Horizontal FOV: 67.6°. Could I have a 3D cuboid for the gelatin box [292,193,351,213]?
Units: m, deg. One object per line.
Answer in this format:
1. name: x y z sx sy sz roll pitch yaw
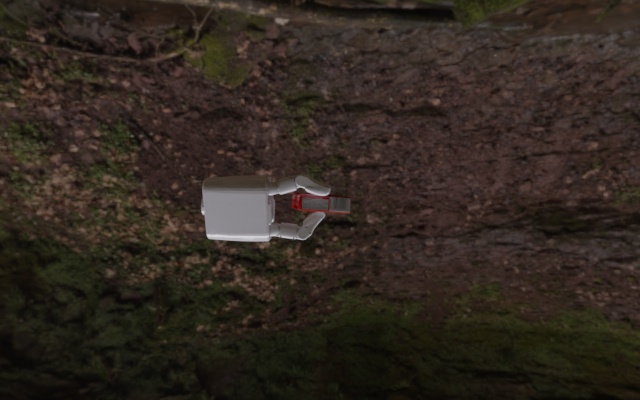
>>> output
1. gelatin box: 0.000 0.003 0.822 0.089 0.030 0.073 4 2 -13
